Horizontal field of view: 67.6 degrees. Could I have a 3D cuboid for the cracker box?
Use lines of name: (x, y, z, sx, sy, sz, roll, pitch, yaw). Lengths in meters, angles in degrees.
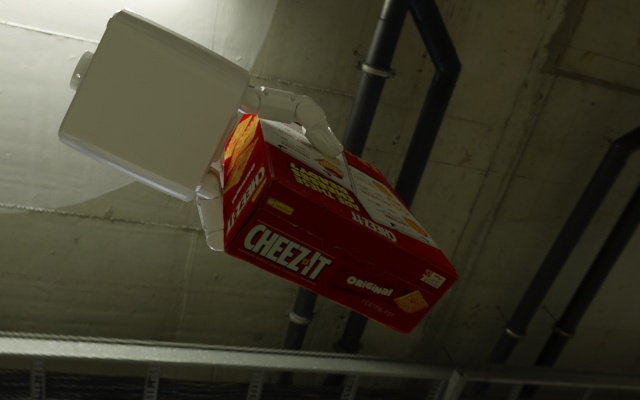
cracker box: (0.000, 0.001, 0.420, 0.164, 0.072, 0.213, 28, 18, -22)
